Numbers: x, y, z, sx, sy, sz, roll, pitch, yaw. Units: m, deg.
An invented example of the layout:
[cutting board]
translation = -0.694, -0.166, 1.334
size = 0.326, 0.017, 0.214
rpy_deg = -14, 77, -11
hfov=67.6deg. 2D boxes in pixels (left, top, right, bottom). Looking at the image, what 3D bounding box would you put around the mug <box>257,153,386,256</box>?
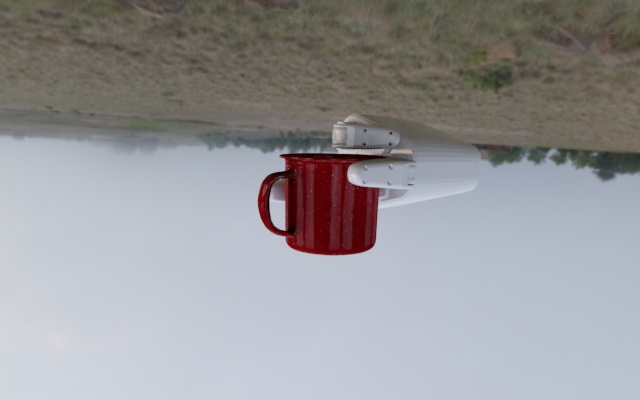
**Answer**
[mug]
translation = -0.001, 0.002, 0.414
size = 0.117, 0.081, 0.093
rpy_deg = -5, 10, -36
